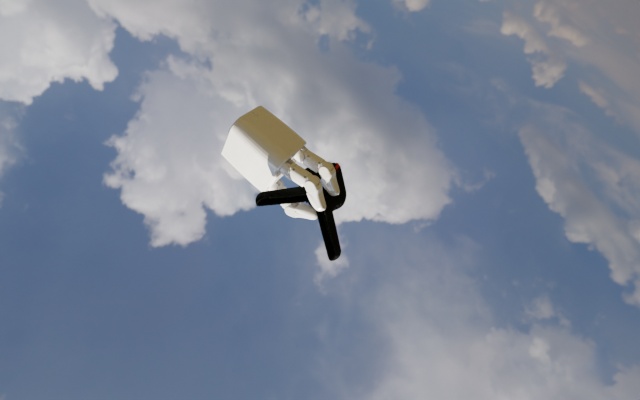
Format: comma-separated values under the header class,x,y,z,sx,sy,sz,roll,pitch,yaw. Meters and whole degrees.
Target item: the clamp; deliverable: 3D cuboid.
class,x,y,z,sx,sy,sz,roll,pitch,yaw
clamp,0.000,0.003,0.834,0.036,0.164,0.210,-47,0,39
